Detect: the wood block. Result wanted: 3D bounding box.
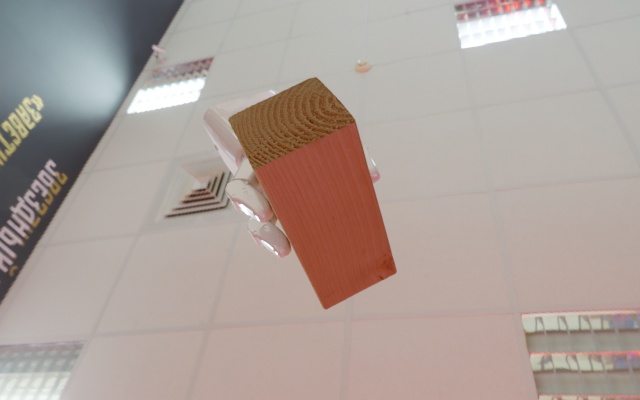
[{"bbox_3d":[0.000,0.001,0.466,0.091,0.206,0.090,-27,44,-5],"label":"wood block"}]
